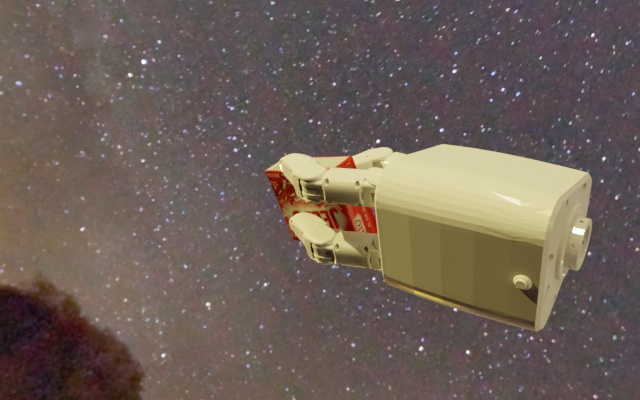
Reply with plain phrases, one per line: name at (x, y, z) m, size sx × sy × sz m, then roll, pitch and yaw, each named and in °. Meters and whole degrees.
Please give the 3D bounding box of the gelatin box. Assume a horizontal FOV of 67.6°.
gelatin box at (0.000, 0.001, 0.406) m, size 0.089 × 0.073 × 0.030 m, roll 5°, pitch 33°, yaw 47°
